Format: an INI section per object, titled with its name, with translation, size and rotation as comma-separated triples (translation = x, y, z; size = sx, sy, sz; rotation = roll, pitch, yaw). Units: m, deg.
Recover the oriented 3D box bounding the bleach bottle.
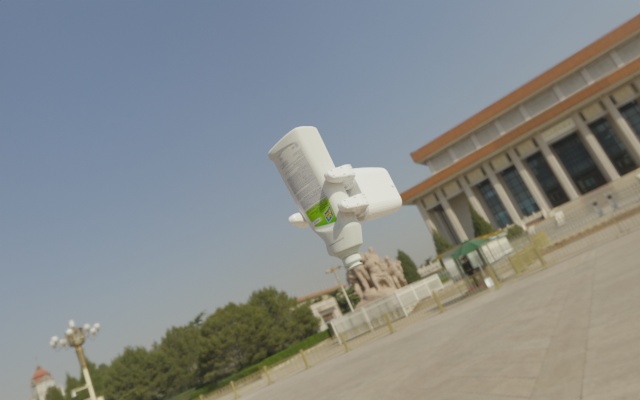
[bleach bottle]
translation = 0.000, 0.003, 0.819
size = 0.068, 0.250, 0.103
rotation = -10, -20, -46
